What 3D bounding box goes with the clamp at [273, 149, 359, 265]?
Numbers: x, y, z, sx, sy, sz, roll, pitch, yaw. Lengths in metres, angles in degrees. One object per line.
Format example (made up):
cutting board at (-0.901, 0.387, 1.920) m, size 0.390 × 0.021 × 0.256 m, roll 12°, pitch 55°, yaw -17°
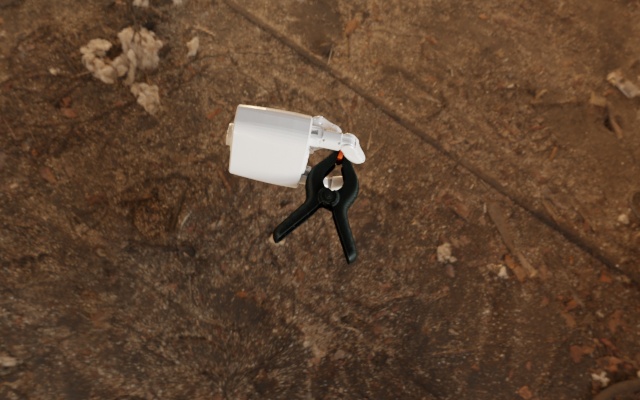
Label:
clamp at (0.000, 0.002, 0.690) m, size 0.120 × 0.171 × 0.039 m, roll 10°, pitch -23°, yaw -7°
